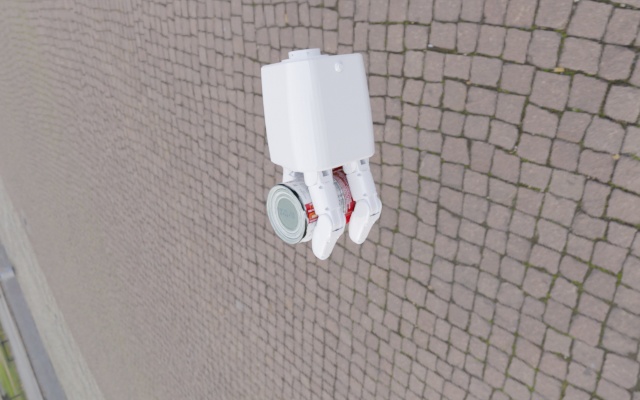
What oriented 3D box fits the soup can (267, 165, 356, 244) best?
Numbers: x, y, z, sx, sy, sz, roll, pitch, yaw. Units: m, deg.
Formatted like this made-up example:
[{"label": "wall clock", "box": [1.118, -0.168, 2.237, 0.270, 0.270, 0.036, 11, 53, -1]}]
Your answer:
[{"label": "soup can", "box": [0.000, 0.002, 0.533, 0.102, 0.068, 0.068, -19, 12, -38]}]
